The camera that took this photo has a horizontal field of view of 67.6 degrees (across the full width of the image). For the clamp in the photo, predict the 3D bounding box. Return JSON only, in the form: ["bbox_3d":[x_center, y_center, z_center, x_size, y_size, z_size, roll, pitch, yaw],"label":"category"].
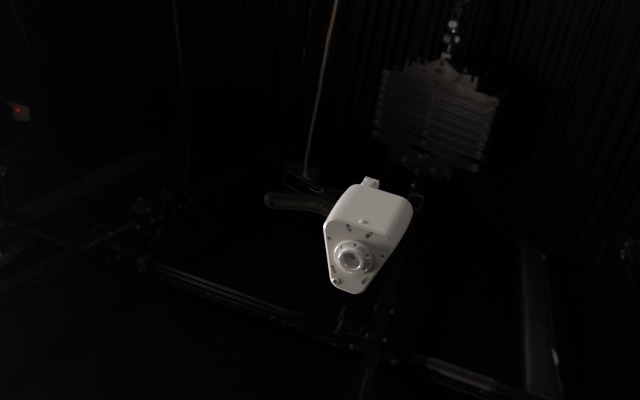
[{"bbox_3d":[0.000,0.003,0.726,0.171,0.039,0.120,17,29,14],"label":"clamp"}]
